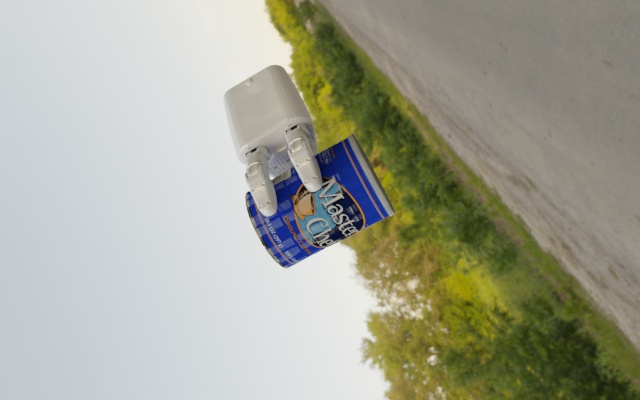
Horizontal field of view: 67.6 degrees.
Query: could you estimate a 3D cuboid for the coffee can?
[{"bbox_3d":[0.000,0.002,0.550,0.140,0.103,0.103,-28,-5,9],"label":"coffee can"}]
